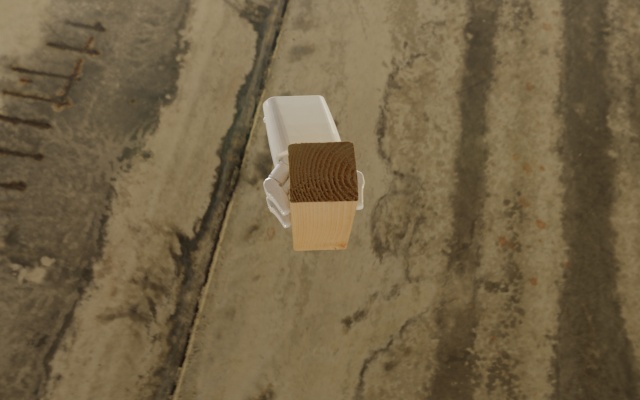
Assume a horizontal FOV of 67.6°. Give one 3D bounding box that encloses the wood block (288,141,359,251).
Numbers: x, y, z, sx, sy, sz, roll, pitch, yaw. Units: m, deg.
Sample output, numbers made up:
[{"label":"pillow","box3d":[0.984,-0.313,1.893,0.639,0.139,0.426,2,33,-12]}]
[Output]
[{"label":"wood block","box3d":[0.000,0.002,0.717,0.091,0.090,0.206,-3,-23,-2]}]
